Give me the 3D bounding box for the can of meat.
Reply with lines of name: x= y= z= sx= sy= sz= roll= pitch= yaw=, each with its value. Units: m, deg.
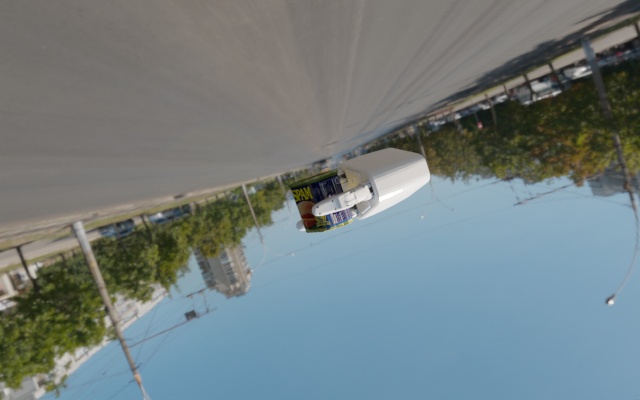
can of meat: x=0.000 y=0.003 z=0.745 sx=0.057 sy=0.084 sz=0.102 roll=-22 pitch=6 yaw=-26
